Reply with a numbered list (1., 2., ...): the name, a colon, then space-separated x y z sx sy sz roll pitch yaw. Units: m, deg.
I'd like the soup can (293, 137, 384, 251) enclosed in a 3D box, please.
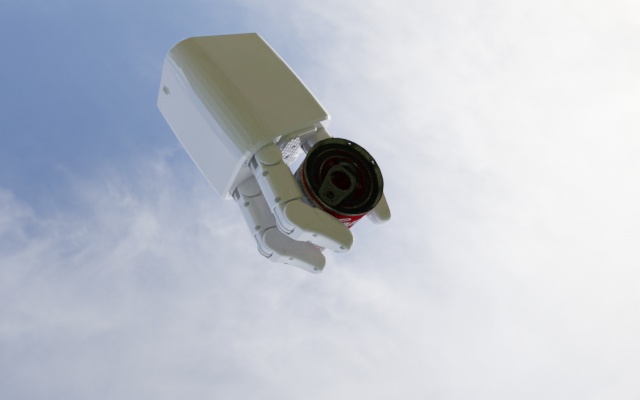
1. soup can: 0.000 0.002 0.411 0.068 0.068 0.102 0 -25 -25
